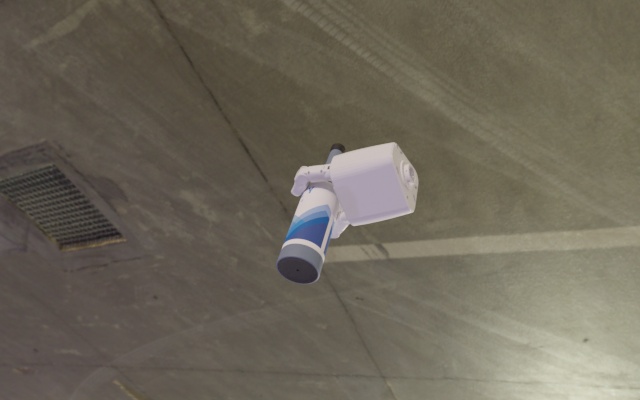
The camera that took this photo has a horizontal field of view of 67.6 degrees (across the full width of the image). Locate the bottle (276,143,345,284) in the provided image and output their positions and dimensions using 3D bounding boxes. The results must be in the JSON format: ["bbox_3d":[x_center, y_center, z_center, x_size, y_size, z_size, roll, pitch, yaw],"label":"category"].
[{"bbox_3d":[0.000,0.003,0.805,0.069,0.069,0.295,0,43,19],"label":"bottle"}]
